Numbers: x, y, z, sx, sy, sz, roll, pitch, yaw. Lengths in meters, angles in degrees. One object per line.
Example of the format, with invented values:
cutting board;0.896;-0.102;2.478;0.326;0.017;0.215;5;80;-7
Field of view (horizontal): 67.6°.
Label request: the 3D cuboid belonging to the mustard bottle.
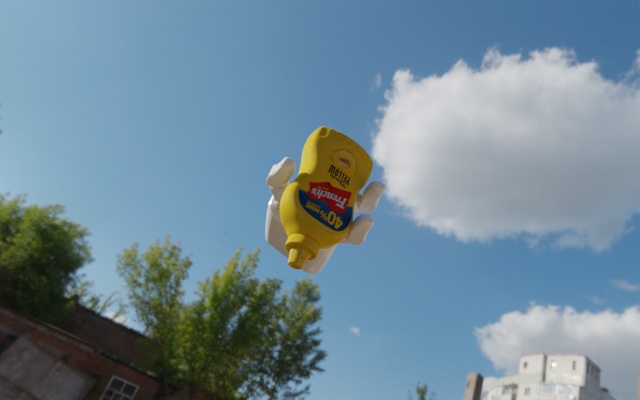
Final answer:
mustard bottle;0.000;0.002;0.611;0.096;0.191;0.058;35;-33;-19
